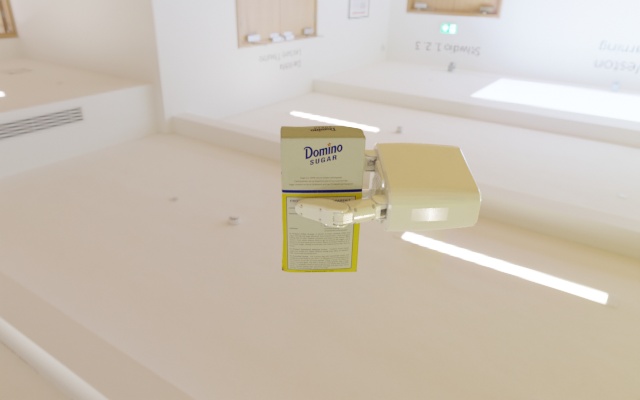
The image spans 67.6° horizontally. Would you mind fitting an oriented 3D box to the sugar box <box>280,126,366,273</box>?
[{"bbox_3d":[0.000,0.002,0.557,0.093,0.176,0.048,0,26,-4],"label":"sugar box"}]
